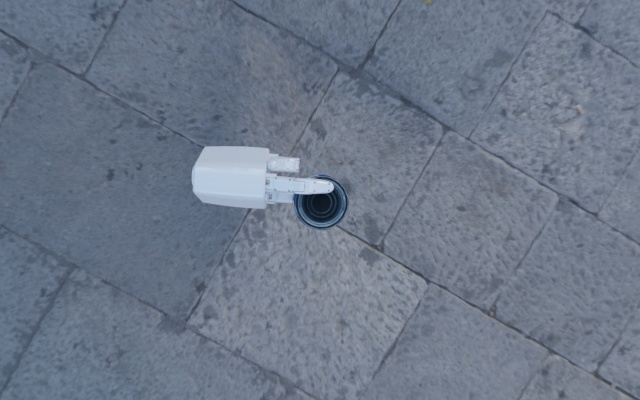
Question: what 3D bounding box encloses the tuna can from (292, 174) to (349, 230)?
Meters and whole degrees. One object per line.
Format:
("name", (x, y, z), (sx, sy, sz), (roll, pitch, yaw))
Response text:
("tuna can", (0.000, 0.002, 0.740), (0.086, 0.086, 0.034), (0, 5, -7))
